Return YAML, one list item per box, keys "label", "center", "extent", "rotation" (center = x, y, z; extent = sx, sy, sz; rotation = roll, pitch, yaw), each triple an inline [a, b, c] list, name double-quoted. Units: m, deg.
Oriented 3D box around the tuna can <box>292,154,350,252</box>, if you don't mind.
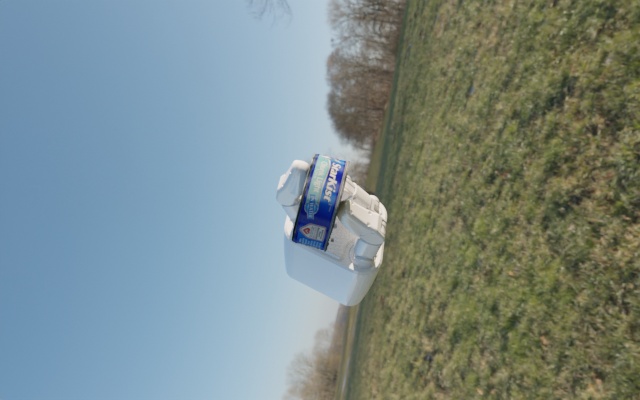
- label: "tuna can"
  center: [0.000, 0.001, 0.437]
  extent: [0.034, 0.086, 0.086]
  rotation: [15, 0, 1]
